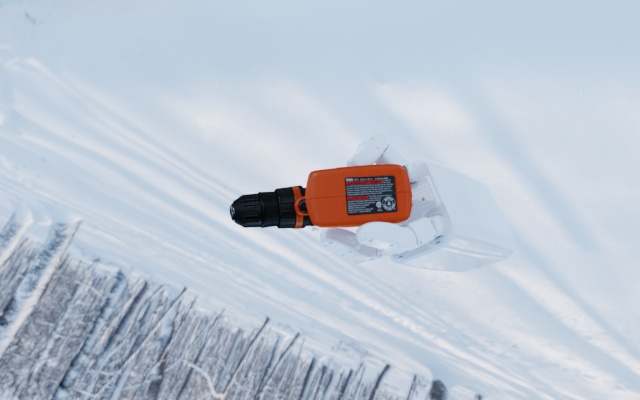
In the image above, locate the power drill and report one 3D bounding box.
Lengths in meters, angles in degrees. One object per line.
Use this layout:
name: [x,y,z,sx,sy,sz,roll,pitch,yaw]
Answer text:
power drill: [0.000,0.002,0.517,0.184,0.057,0.187,-6,-1,-15]
